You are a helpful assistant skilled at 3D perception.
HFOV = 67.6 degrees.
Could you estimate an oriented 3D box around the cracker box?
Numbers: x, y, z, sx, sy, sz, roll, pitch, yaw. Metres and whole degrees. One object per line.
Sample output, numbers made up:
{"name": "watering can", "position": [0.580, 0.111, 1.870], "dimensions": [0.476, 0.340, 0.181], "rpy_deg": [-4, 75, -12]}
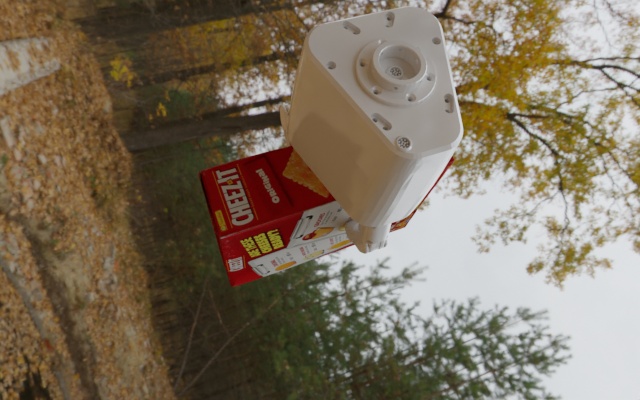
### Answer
{"name": "cracker box", "position": [0.000, 0.002, 0.472], "dimensions": [0.213, 0.072, 0.164], "rpy_deg": [-17, -21, -14]}
